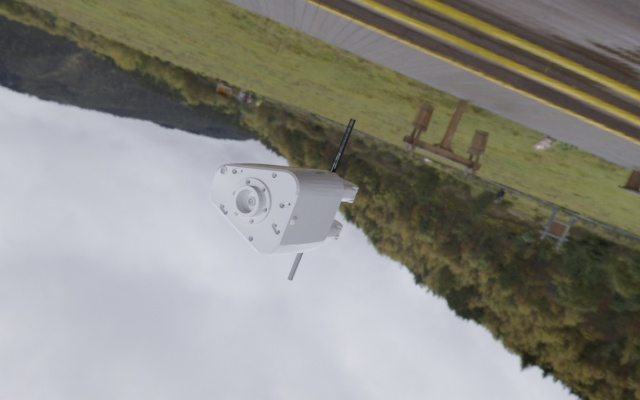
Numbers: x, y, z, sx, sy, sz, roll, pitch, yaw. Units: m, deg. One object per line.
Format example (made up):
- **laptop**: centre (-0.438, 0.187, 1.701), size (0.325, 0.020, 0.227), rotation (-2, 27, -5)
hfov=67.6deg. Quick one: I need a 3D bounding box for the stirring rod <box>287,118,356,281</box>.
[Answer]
- **stirring rod**: centre (0.000, 0.002, 0.656), size (0.011, 0.239, 0.011), rotation (21, 11, -4)
